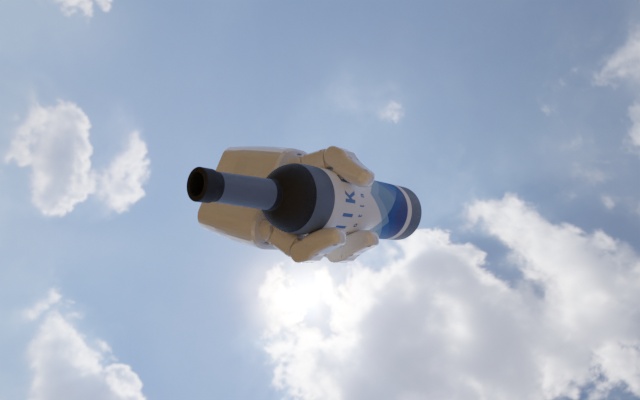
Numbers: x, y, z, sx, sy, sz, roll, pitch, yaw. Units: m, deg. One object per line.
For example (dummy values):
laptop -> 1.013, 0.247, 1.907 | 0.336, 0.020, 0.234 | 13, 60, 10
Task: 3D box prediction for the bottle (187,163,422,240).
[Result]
bottle -> 0.000, 0.002, 0.477 | 0.069, 0.069, 0.296 | 0, -6, 41
